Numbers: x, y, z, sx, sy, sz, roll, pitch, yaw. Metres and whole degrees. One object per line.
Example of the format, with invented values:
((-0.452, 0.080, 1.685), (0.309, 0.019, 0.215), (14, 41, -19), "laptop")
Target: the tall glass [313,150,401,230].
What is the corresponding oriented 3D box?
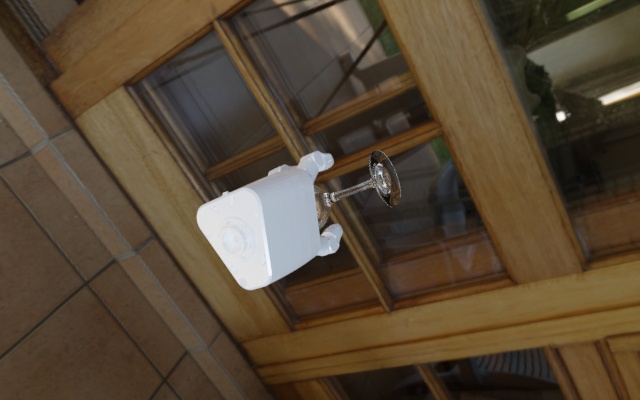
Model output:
((0.001, 0.002, 0.637), (0.201, 0.079, 0.079), (-20, -11, 31), "tall glass")
